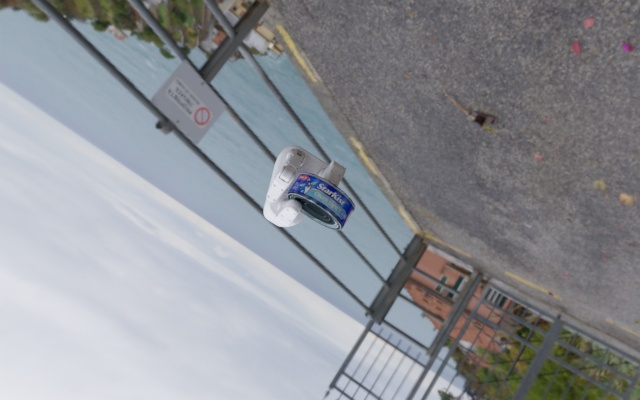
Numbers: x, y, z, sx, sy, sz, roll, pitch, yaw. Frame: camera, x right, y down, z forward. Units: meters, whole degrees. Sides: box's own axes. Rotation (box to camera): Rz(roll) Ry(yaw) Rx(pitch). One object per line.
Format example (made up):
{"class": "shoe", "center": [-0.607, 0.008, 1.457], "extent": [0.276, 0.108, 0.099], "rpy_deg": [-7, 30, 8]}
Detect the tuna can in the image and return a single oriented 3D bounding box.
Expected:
{"class": "tuna can", "center": [0.000, 0.002, 0.619], "extent": [0.086, 0.033, 0.086], "rpy_deg": [30, -16, 9]}
